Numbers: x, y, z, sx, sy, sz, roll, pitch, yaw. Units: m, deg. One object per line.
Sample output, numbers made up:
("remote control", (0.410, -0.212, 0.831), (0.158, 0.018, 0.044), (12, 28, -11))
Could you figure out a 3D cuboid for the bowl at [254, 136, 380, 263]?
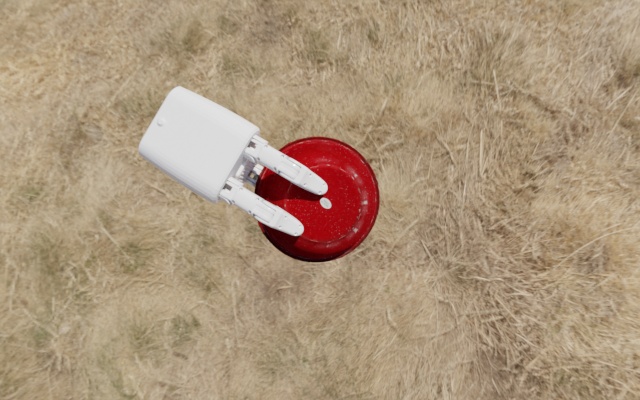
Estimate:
("bowl", (0.001, 0.002, 0.582), (0.162, 0.162, 0.055), (0, 5, -8))
